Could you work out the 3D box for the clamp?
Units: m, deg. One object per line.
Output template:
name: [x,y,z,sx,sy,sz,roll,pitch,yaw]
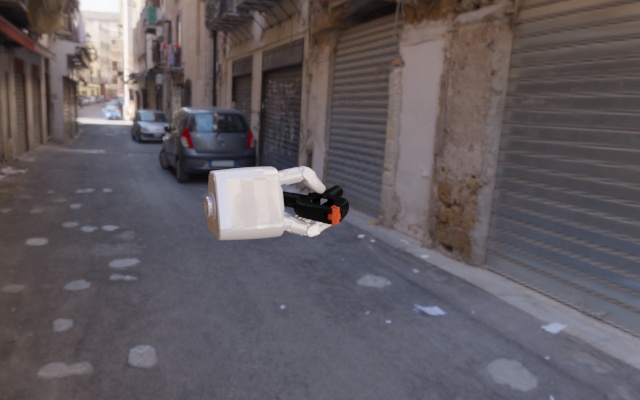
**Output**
clamp: [0.000,0.002,0.844,0.164,0.036,0.210,-6,14,-25]
